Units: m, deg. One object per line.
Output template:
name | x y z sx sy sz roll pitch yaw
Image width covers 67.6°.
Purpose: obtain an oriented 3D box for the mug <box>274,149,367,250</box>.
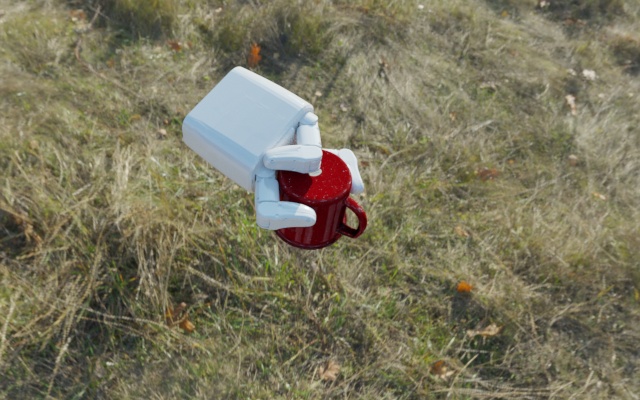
mug | 0.001 0.002 0.536 0.117 0.093 0.082 32 -35 16
